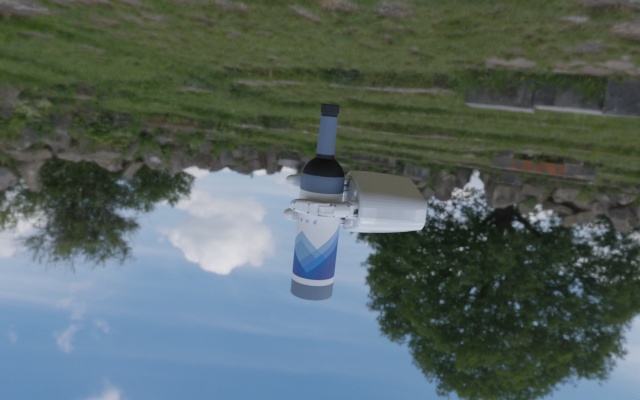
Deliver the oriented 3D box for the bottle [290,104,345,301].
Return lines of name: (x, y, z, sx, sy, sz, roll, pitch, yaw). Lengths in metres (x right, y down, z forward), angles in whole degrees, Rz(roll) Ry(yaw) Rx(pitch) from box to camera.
bottle: (0.000, 0.003, 0.732, 0.069, 0.296, 0.069, 6, 10, -1)
